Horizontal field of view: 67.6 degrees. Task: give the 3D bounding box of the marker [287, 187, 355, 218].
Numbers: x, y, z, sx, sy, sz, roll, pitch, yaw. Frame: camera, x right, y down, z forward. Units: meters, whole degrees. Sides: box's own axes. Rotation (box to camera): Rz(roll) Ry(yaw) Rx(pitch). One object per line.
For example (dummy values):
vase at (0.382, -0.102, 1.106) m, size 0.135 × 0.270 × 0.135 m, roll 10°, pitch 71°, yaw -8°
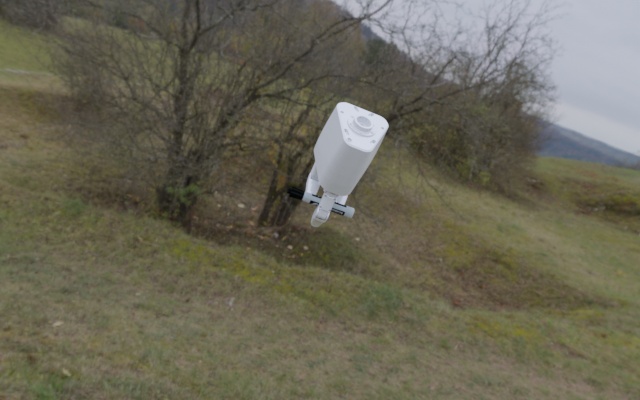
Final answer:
marker at (0.000, 0.003, 0.827) m, size 0.121 × 0.020 × 0.020 m, roll 20°, pitch -3°, yaw -9°
